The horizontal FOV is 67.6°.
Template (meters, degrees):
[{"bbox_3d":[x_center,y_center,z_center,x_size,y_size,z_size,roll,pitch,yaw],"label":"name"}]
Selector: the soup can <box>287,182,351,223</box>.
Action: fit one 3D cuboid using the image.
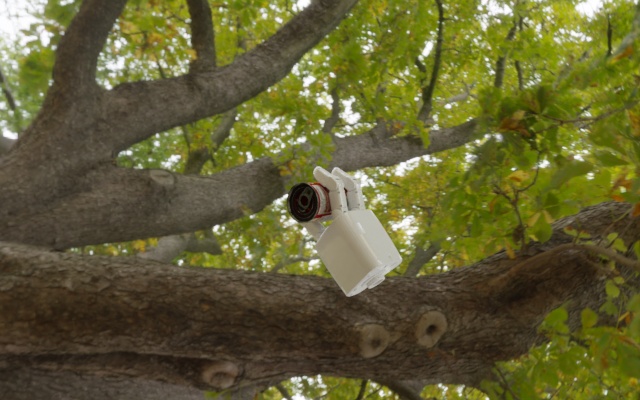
[{"bbox_3d":[0.000,0.002,0.827,0.068,0.068,0.102,0,1,38],"label":"soup can"}]
